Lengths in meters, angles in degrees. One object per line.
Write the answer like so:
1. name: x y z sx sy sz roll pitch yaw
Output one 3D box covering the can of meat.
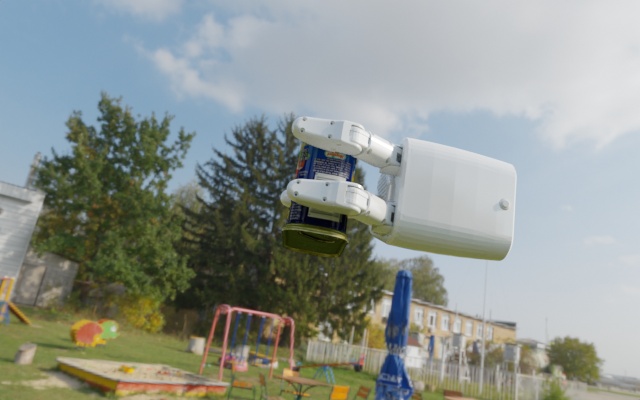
1. can of meat: 0.000 0.001 0.444 0.057 0.084 0.102 10 -16 0
